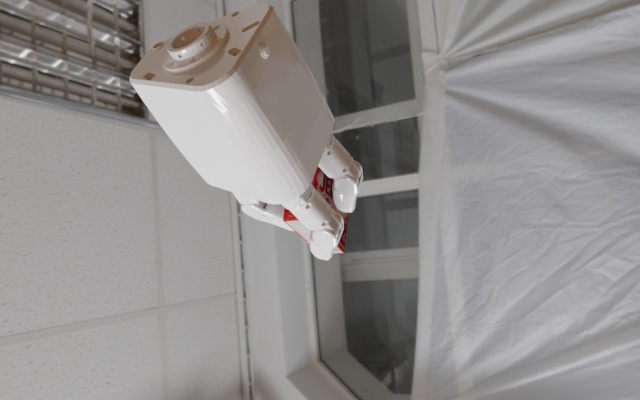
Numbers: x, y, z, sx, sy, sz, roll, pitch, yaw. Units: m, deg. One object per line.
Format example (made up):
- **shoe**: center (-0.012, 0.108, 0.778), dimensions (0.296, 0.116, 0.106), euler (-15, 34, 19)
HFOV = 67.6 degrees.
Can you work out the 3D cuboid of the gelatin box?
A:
- **gelatin box**: center (0.000, 0.002, 0.451), dimensions (0.030, 0.073, 0.089), euler (-4, -27, 23)
